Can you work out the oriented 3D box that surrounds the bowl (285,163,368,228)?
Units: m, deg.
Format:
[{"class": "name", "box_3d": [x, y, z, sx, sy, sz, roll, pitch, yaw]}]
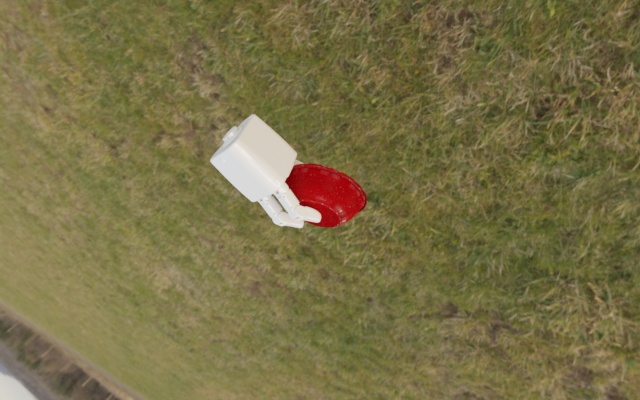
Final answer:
[{"class": "bowl", "box_3d": [0.001, 0.004, 0.863, 0.162, 0.055, 0.162, 15, -28, 8]}]
